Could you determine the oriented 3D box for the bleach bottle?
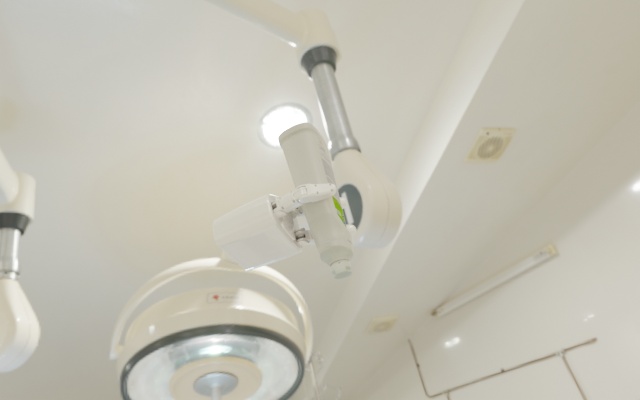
[{"bbox_3d":[0.000,0.002,0.765,0.068,0.250,0.103,-24,-29,14],"label":"bleach bottle"}]
